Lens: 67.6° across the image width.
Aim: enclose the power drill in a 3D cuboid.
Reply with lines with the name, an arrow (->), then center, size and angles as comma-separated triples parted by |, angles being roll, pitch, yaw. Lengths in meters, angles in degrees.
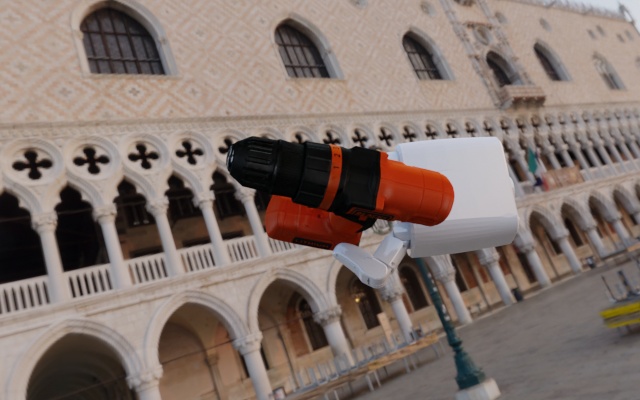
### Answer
power drill -> 0.000, 0.002, 0.440 | 0.184, 0.057, 0.188 | 13, -15, -13
